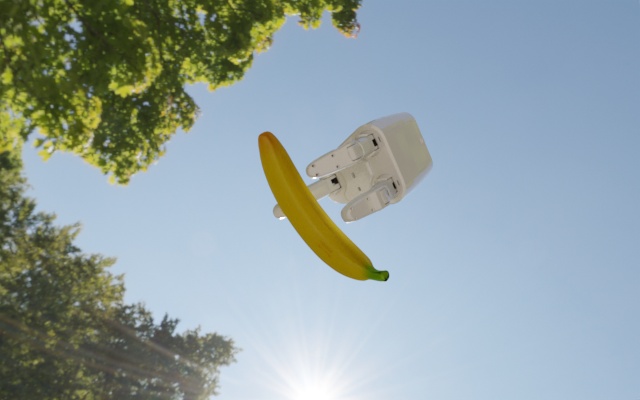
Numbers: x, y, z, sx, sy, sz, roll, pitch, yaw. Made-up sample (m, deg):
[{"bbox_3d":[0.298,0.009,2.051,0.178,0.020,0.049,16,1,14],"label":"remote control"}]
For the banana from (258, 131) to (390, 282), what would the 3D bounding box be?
[{"bbox_3d":[-0.005,0.014,0.501,0.037,0.197,0.070,-32,-15,-41],"label":"banana"}]
